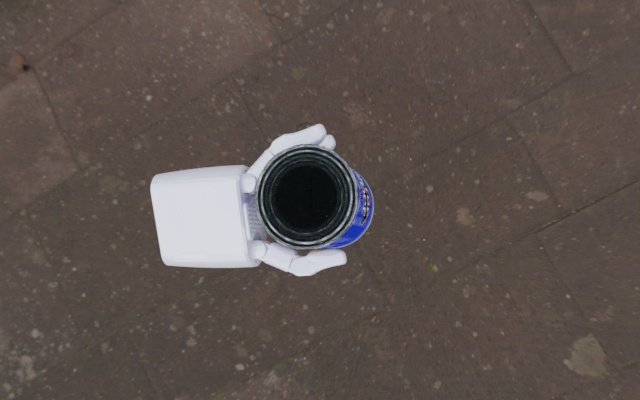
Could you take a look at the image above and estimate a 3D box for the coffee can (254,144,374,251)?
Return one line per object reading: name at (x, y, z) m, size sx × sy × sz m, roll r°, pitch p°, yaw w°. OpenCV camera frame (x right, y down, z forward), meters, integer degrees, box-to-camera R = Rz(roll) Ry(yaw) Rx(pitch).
coffee can at (0.000, 0.002, 0.521) m, size 0.103 × 0.103 × 0.140 m, roll 0°, pitch -5°, yaw 12°
